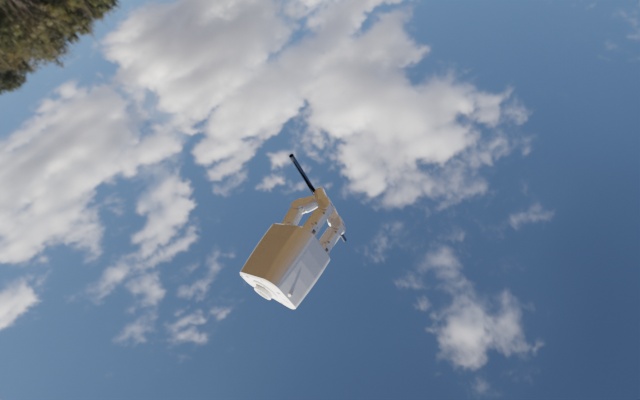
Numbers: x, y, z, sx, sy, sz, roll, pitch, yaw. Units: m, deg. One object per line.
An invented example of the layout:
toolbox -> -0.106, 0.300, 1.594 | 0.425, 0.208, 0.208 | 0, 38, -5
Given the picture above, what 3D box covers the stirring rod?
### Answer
stirring rod -> 0.000, 0.003, 0.845 | 0.011, 0.011, 0.240 | 0, -38, 30
